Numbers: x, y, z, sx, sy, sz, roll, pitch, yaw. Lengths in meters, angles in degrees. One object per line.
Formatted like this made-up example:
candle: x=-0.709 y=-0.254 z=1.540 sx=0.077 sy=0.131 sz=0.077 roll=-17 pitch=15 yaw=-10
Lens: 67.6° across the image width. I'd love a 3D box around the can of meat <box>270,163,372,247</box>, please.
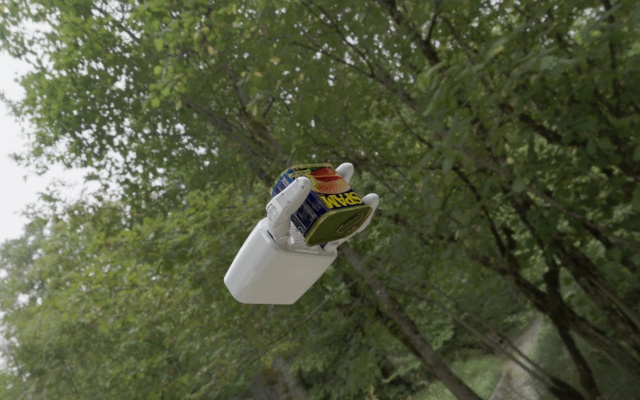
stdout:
can of meat: x=0.000 y=0.002 z=0.582 sx=0.102 sy=0.057 sz=0.084 roll=-8 pitch=51 yaw=-50
